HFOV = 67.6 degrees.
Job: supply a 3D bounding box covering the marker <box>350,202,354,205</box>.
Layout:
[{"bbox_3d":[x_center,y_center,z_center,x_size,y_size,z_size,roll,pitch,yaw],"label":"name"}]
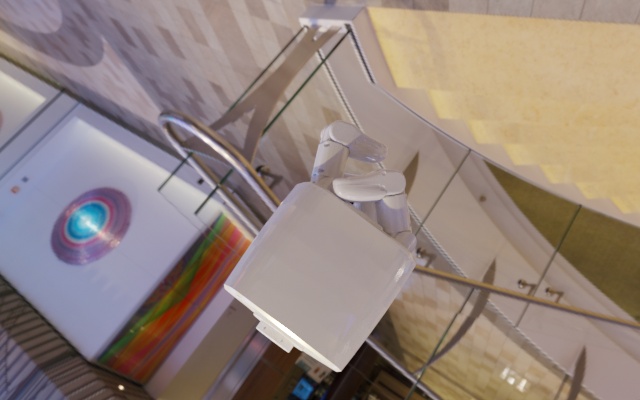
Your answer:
[{"bbox_3d":[0.000,0.001,0.448,0.020,0.020,0.121,0,-4,-22],"label":"marker"}]
